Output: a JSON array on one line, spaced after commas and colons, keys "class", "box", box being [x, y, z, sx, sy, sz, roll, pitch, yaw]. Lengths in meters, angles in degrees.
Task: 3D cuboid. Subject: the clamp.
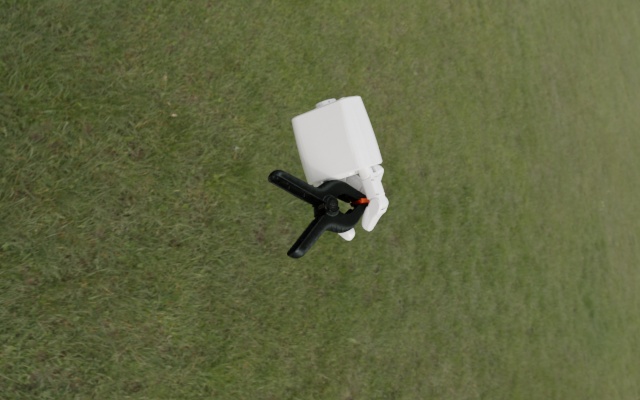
[{"class": "clamp", "box": [0.001, 0.002, 0.678, 0.039, 0.120, 0.171, -15, 3, 44]}]
